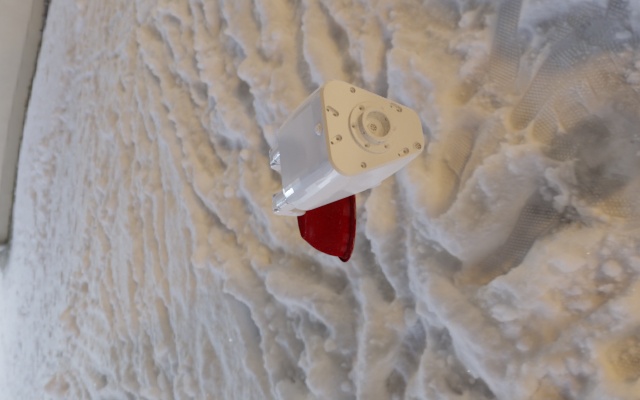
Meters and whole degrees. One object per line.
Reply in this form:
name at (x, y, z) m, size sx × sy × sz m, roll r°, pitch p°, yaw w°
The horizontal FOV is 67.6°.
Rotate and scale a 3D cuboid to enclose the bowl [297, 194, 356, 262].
bowl at (-0.001, 0.003, 0.624) m, size 0.055 × 0.162 × 0.162 m, roll -4°, pitch 1°, yaw -10°
